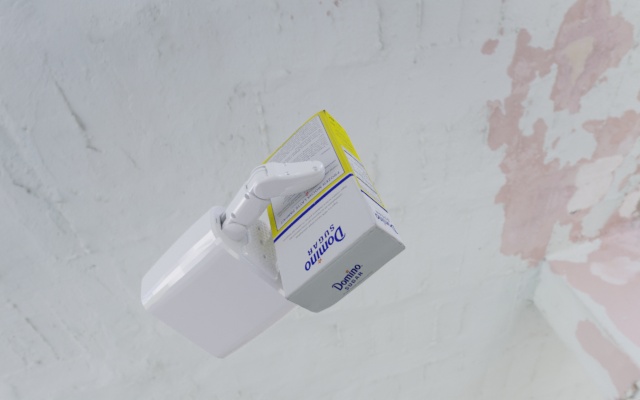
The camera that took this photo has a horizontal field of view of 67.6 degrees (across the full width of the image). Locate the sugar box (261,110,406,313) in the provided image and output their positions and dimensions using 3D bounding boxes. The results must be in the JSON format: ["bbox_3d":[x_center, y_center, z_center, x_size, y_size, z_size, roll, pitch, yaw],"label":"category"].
[{"bbox_3d":[0.000,0.002,0.417,0.093,0.176,0.048,-41,-51,18],"label":"sugar box"}]
